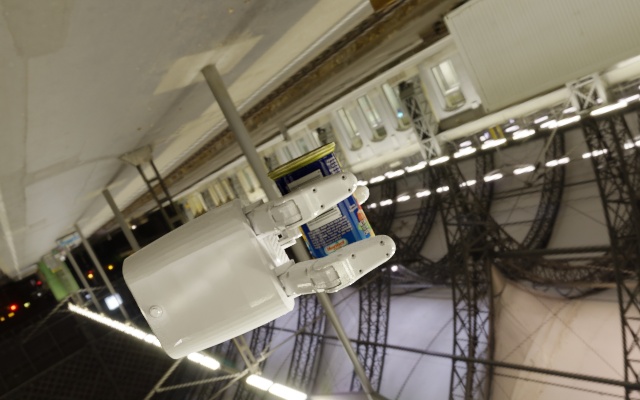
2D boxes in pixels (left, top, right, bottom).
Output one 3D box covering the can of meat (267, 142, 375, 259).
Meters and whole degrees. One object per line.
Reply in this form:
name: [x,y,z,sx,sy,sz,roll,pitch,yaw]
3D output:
can of meat: [0.000,0.002,0.401,0.057,0.084,0.102,-26,6,-1]
